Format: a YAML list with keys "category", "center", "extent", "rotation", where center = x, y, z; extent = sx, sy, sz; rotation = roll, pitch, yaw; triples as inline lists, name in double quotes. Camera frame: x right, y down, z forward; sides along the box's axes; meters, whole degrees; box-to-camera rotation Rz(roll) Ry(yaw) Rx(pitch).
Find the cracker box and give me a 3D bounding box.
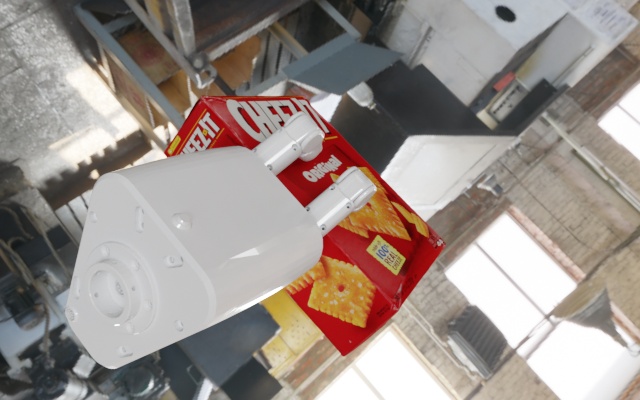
- category: "cracker box"
  center: [0.000, 0.002, 0.416]
  extent: [0.072, 0.213, 0.164]
  rotation: [-48, -12, 26]
